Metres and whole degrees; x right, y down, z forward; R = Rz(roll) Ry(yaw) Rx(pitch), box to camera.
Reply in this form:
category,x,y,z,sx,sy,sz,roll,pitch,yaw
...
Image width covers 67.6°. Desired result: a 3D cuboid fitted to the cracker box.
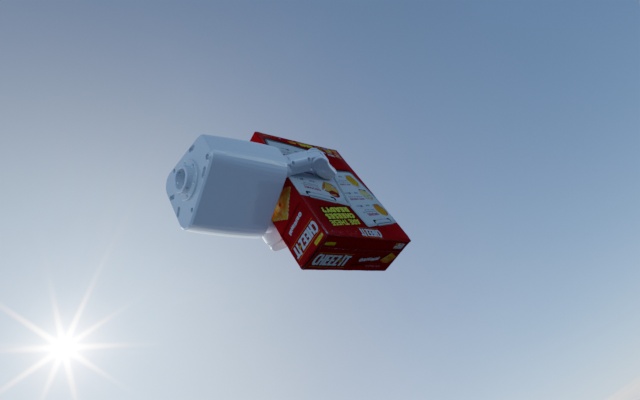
category,x,y,z,sx,sy,sz,roll,pitch,yaw
cracker box,0.000,0.002,0.671,0.164,0.072,0.213,8,36,-42
